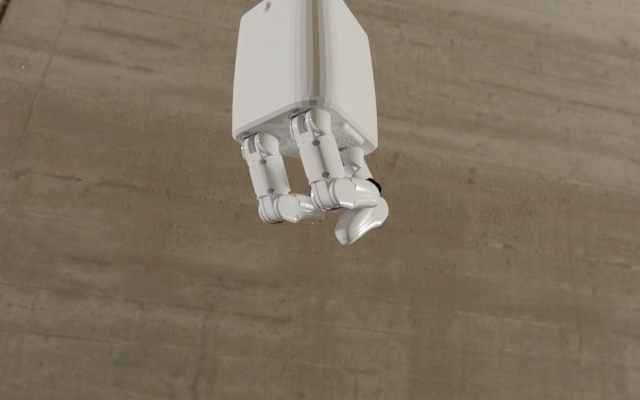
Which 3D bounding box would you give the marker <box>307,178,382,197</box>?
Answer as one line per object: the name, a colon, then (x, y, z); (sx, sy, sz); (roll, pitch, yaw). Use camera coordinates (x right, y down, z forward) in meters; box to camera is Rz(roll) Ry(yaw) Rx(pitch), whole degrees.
marker: (0.000, 0.001, 0.408); (0.121, 0.020, 0.020); (-14, -9, 41)
